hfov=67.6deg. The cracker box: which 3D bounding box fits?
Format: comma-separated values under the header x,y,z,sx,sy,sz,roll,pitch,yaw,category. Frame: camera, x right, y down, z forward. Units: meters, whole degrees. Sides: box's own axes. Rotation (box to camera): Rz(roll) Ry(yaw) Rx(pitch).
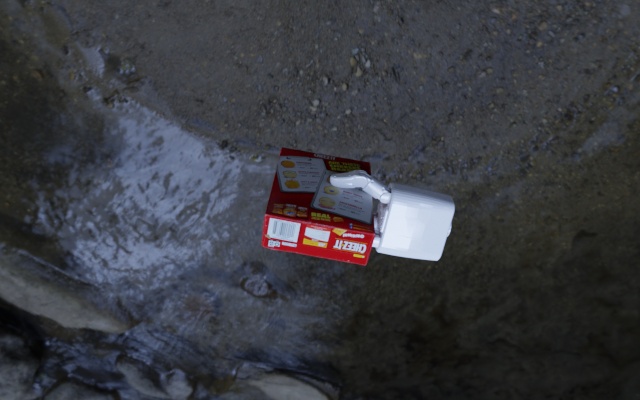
x,y,z,sx,sy,sz,roll,pitch,yaw,category
0.000,0.003,0.783,0.164,0.072,0.213,10,33,-3,cracker box
